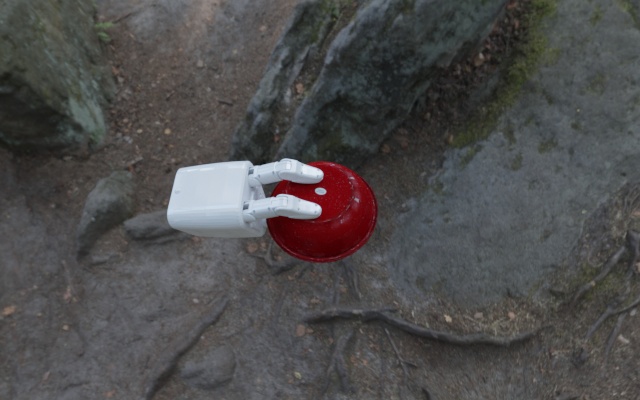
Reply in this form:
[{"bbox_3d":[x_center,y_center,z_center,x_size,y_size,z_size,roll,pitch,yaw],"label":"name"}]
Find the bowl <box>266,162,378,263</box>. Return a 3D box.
[{"bbox_3d":[0.001,0.002,0.663,0.162,0.162,0.055,0,-30,4],"label":"bowl"}]
